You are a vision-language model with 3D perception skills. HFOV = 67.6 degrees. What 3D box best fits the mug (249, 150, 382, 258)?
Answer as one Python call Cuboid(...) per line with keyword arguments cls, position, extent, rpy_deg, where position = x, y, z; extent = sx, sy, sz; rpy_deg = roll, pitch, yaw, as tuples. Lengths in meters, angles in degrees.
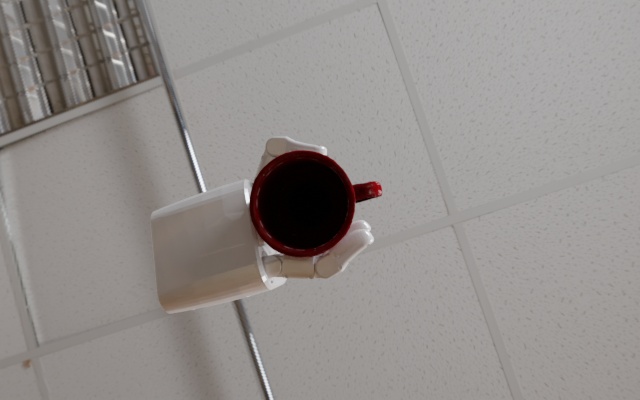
Cuboid(cls="mug", position=(0.001, 0.001, 0.449), extent=(0.117, 0.093, 0.081), rpy_deg=(-16, -5, 6))
